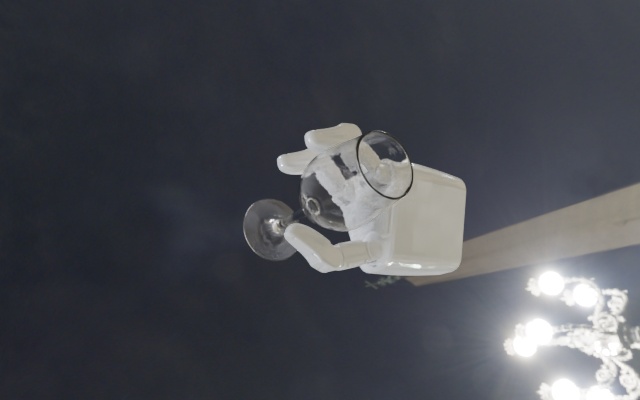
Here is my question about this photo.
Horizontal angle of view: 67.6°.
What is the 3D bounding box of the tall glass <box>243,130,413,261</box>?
[{"bbox_3d":[0.000,0.002,0.470,0.079,0.079,0.201,0,-19,-35],"label":"tall glass"}]
